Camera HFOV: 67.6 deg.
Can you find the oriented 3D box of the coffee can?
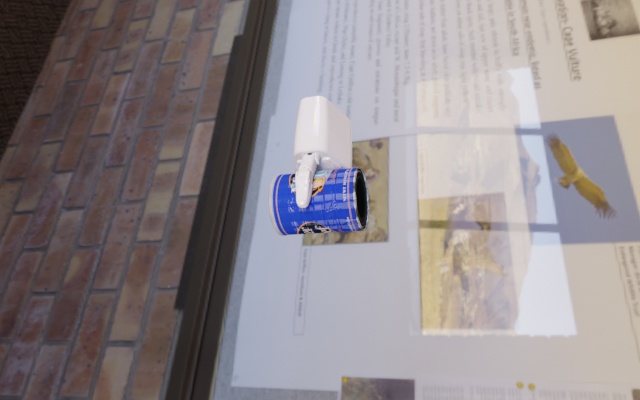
[{"bbox_3d":[0.000,0.003,0.772,0.140,0.103,0.103,-4,-1,17],"label":"coffee can"}]
